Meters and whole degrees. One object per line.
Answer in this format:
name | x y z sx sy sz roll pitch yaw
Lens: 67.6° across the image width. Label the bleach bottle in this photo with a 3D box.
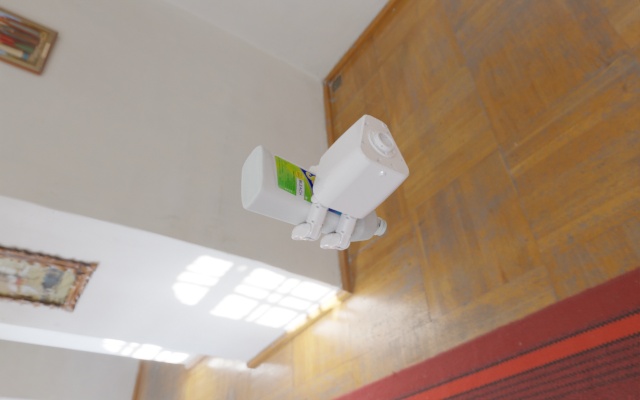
bleach bottle | 0.000 0.003 0.761 0.251 0.102 0.068 20 -46 -29
